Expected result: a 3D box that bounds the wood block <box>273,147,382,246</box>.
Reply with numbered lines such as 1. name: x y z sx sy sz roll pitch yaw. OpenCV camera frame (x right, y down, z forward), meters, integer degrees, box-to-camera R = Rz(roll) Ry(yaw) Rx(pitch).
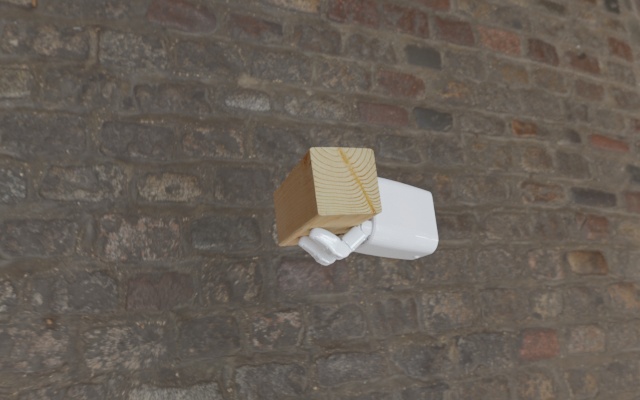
1. wood block: 0.000 0.002 0.695 0.090 0.090 0.206 -1 -15 -20
